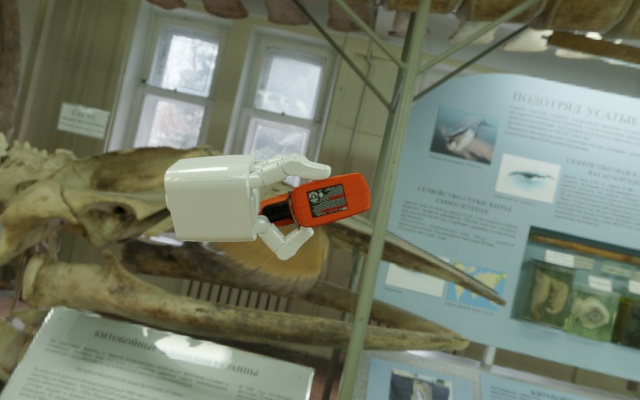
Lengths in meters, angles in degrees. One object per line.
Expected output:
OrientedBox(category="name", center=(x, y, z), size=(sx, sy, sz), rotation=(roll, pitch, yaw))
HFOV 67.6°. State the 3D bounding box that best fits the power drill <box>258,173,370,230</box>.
OrientedBox(category="power drill", center=(0.000, 0.002, 0.696), size=(0.184, 0.057, 0.187), rotation=(-16, 0, -20))
